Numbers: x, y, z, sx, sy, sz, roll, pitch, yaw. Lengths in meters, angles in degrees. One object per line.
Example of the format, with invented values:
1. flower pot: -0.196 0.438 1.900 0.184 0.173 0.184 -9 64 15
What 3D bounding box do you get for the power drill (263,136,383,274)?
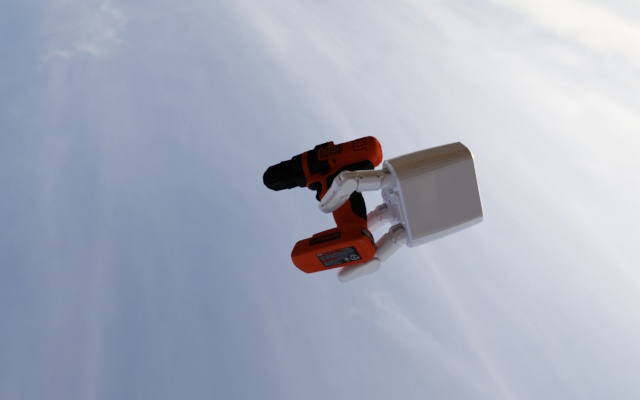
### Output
1. power drill: 0.000 0.002 0.653 0.184 0.187 0.057 -16 -38 19
